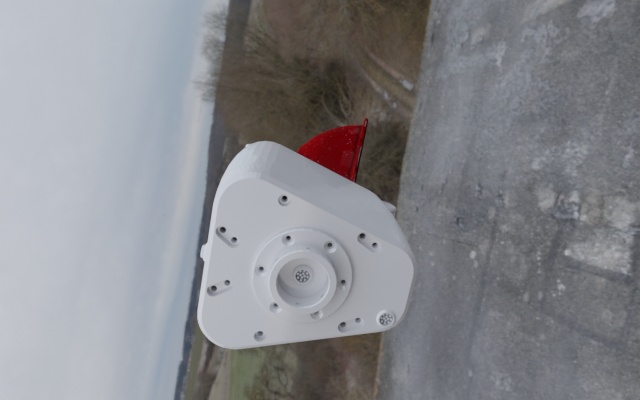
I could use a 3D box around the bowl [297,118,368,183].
[{"bbox_3d":[0.000,0.001,0.429,0.055,0.162,0.162,12,1,4],"label":"bowl"}]
